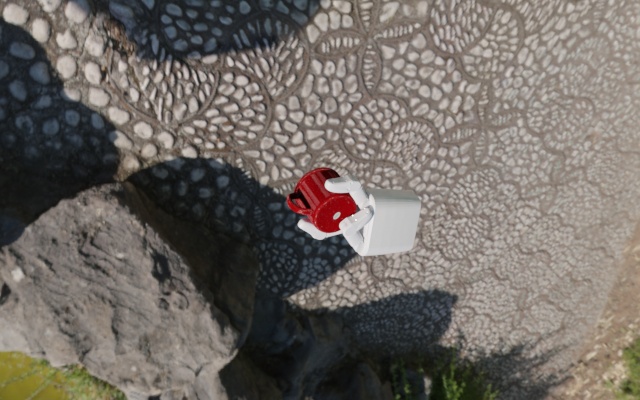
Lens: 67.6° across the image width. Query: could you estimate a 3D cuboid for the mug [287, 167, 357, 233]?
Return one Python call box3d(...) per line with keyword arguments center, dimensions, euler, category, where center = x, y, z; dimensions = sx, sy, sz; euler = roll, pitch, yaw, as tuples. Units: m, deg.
box3d(center=(-0.001, 0.003, 0.821), dimensions=(0.117, 0.093, 0.081), euler=(-1, 34, -27), category="mug")
